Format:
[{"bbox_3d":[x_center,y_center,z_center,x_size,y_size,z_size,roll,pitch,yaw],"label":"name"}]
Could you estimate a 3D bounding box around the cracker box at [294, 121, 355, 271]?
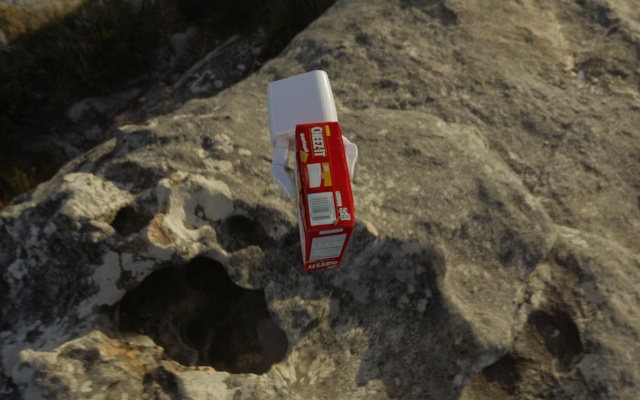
[{"bbox_3d":[0.000,0.002,0.746,0.072,0.164,0.214,-6,-22,-6],"label":"cracker box"}]
